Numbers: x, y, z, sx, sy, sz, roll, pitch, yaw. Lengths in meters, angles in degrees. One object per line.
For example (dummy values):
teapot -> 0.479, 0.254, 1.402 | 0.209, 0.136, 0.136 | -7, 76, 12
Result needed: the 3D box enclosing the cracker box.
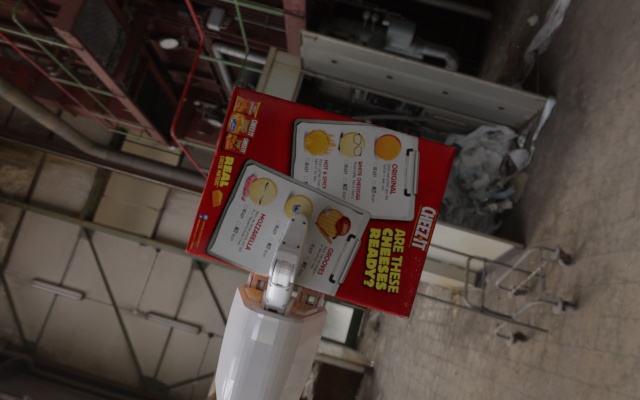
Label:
cracker box -> 0.000, 0.001, 0.464 | 0.213, 0.164, 0.072 | 16, -1, 2
